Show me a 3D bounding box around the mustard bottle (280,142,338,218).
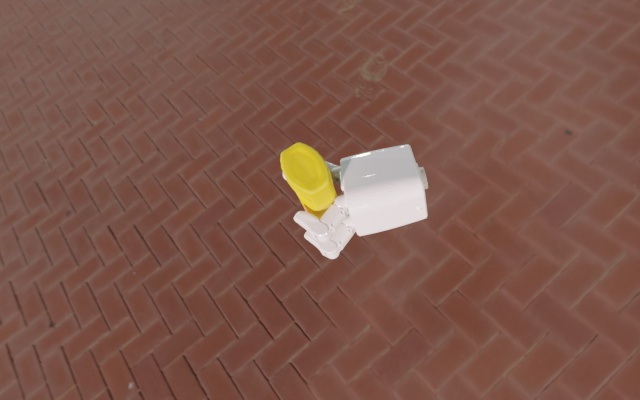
[{"bbox_3d":[0.000,0.002,0.724,0.058,0.096,0.192,-34,-34,-6],"label":"mustard bottle"}]
